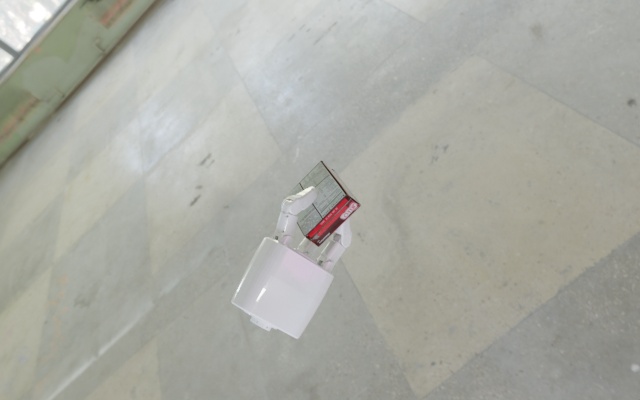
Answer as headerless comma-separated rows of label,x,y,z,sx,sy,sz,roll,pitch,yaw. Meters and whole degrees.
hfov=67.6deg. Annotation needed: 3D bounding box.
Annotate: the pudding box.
pudding box,0.000,0.002,0.727,0.039,0.090,0.113,39,11,-39
